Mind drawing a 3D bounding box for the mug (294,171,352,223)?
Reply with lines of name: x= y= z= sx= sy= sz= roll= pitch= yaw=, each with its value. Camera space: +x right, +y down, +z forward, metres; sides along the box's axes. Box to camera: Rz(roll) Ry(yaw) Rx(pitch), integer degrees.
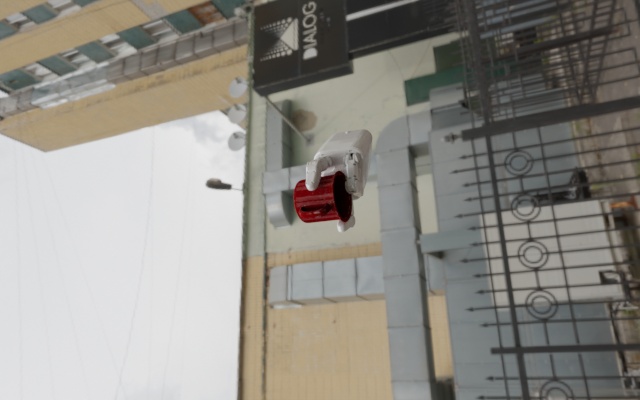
mug: x=0.000 y=0.004 z=0.856 sx=0.081 sy=0.093 sz=0.117 roll=-8 pitch=24 yaw=23
